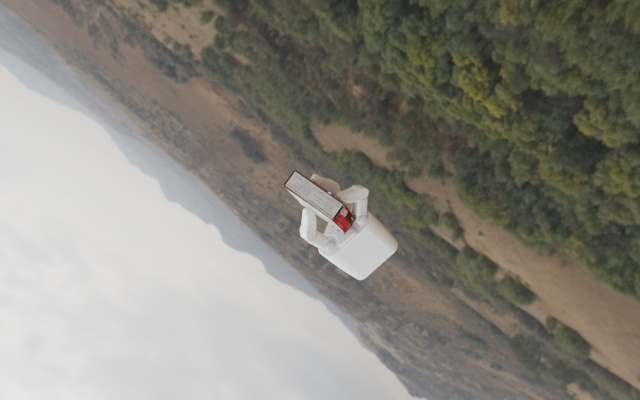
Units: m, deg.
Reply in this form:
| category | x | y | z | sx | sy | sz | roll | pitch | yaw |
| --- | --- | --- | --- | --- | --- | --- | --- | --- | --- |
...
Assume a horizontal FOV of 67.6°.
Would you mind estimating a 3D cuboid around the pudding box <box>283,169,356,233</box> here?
| category | x | y | z | sx | sy | sz | roll | pitch | yaw |
| --- | --- | --- | --- | --- | --- | --- | --- | --- | --- |
| pudding box | 0.000 | 0.003 | 0.810 | 0.113 | 0.039 | 0.090 | 33 | -6 | 23 |
